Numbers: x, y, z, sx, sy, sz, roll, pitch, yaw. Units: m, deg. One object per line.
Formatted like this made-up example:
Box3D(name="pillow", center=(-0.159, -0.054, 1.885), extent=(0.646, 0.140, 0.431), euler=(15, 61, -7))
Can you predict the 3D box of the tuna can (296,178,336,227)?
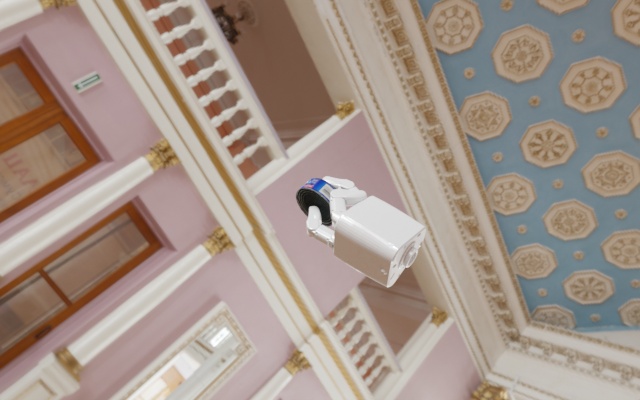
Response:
Box3D(name="tuna can", center=(0.000, 0.002, 0.844), extent=(0.086, 0.086, 0.033), euler=(0, 38, 49))
